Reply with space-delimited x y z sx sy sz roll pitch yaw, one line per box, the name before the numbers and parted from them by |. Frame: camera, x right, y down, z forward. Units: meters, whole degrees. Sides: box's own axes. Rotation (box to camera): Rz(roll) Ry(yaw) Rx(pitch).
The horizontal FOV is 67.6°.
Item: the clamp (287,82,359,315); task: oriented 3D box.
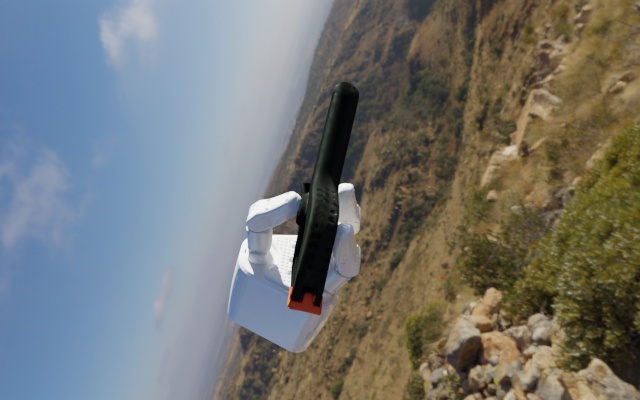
clamp | -0.001 0.002 0.442 0.036 0.165 0.209 13 43 -6
